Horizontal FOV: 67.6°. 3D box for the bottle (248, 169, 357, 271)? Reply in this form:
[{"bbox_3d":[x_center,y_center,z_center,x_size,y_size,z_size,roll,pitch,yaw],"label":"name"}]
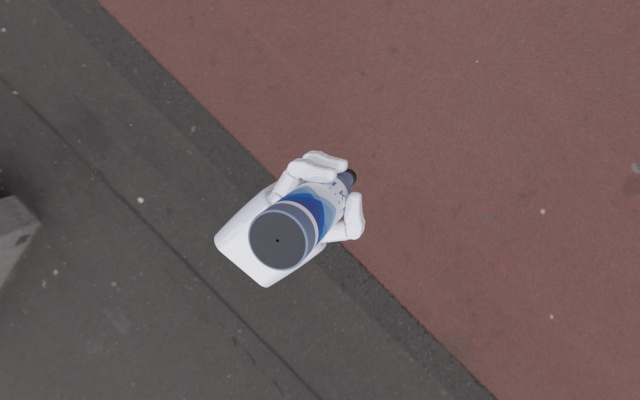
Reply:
[{"bbox_3d":[0.000,0.002,0.618,0.069,0.069,0.295,0,15,18],"label":"bottle"}]
